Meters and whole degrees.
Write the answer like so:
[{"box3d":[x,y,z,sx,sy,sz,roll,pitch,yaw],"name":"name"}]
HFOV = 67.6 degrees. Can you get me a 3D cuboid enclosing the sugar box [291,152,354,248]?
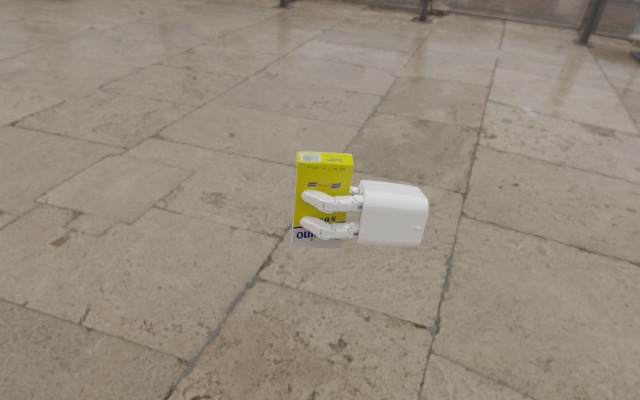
[{"box3d":[0.000,0.003,0.823,0.093,0.176,0.048,3,32,-3],"name":"sugar box"}]
